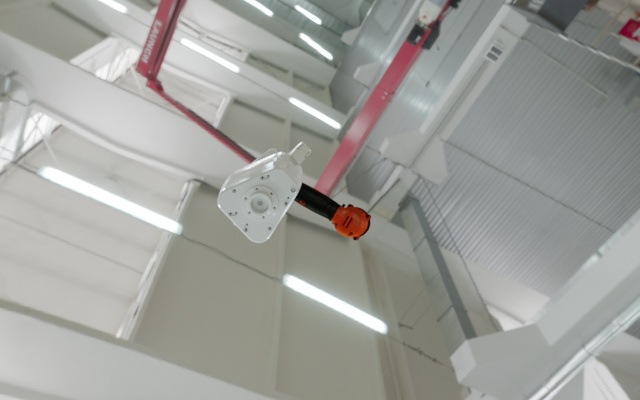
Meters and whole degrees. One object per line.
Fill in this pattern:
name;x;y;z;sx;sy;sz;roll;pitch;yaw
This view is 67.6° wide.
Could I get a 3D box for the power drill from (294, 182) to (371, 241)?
power drill;0.000;0.002;0.814;0.187;0.057;0.184;29;1;10
